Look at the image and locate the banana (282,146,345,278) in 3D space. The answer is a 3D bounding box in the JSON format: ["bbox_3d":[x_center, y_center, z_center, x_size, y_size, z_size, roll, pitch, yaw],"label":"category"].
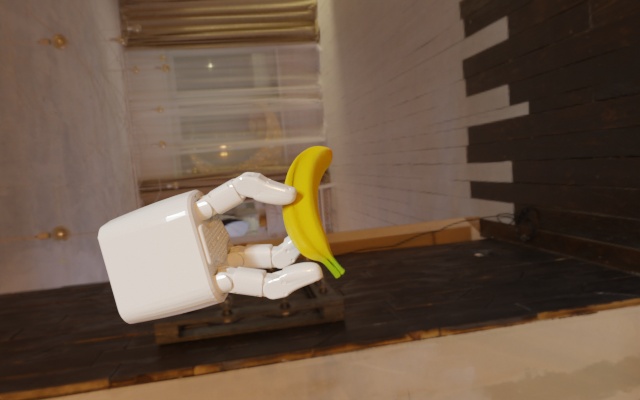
[{"bbox_3d":[-0.011,-0.006,0.525,0.037,0.197,0.070,-29,-51,25],"label":"banana"}]
